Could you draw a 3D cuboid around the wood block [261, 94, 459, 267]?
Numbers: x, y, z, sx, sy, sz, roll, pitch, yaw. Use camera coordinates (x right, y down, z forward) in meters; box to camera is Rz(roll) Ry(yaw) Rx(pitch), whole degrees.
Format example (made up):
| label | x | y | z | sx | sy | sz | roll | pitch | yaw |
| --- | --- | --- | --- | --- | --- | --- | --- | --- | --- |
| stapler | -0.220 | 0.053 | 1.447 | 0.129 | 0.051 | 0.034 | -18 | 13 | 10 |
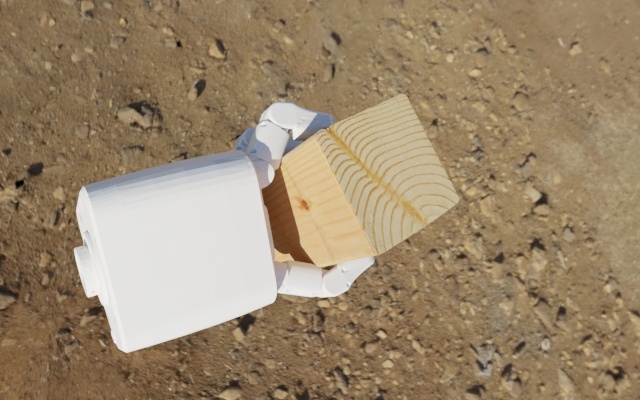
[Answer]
| label | x | y | z | sx | sy | sz | roll | pitch | yaw |
| --- | --- | --- | --- | --- | --- | --- | --- | --- | --- |
| wood block | 0.000 | 0.002 | 0.409 | 0.090 | 0.091 | 0.206 | -29 | 2 | -31 |
